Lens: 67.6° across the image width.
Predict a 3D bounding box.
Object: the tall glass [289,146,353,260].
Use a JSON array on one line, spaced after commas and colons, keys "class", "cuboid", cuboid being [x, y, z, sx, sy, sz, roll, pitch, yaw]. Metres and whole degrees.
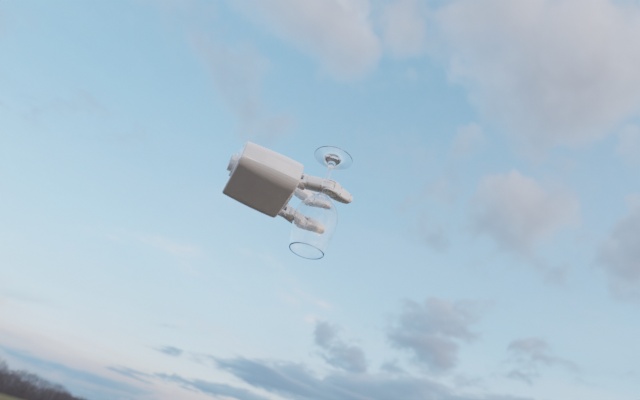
[{"class": "tall glass", "cuboid": [0.000, 0.002, 0.855, 0.079, 0.201, 0.079, 12, -29, 7]}]
